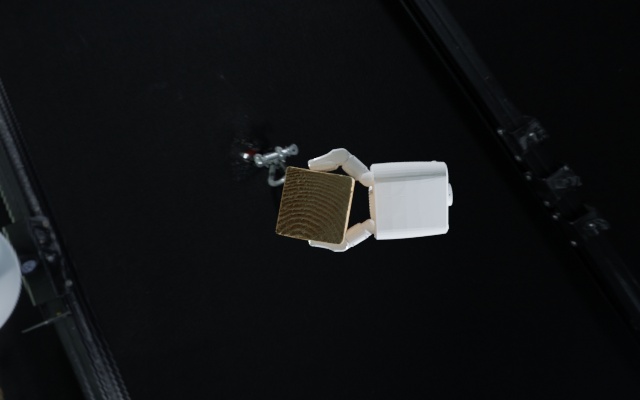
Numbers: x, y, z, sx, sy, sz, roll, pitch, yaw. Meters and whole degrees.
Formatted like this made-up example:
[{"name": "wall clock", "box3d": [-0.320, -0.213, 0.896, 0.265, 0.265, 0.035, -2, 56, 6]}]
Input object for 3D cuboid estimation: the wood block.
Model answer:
[{"name": "wood block", "box3d": [0.000, 0.003, 0.713, 0.090, 0.091, 0.206, 10, 3, 4]}]
